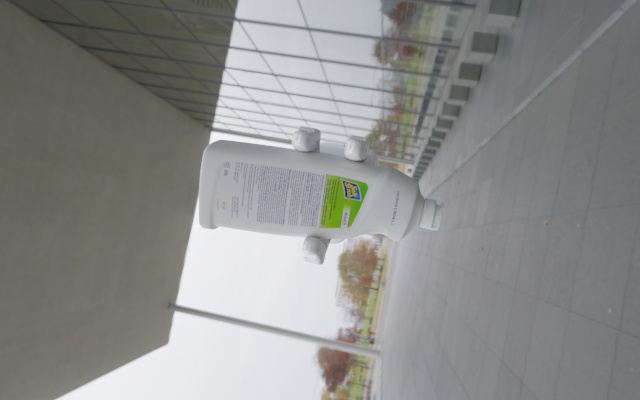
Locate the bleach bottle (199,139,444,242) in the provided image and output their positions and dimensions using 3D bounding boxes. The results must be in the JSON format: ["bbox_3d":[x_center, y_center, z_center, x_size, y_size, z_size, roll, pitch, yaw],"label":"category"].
[{"bbox_3d":[0.000,0.002,0.509,0.251,0.102,0.068,11,19,9],"label":"bleach bottle"}]
